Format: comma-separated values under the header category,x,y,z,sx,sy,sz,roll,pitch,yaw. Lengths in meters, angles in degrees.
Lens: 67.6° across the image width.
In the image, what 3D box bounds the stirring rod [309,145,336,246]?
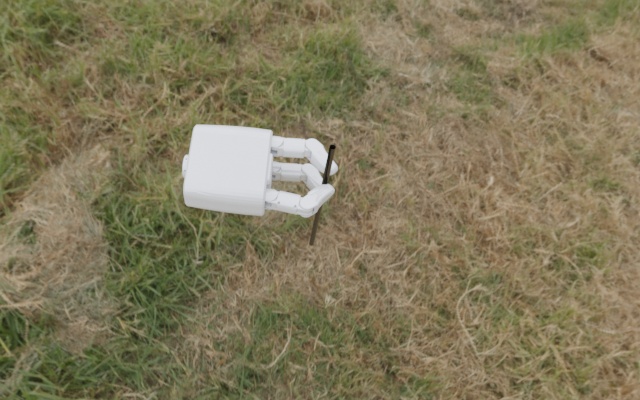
category,x,y,z,sx,sy,sz,roll,pitch,yaw
stirring rod,0.000,0.002,0.693,0.011,0.011,0.240,0,-35,-9
